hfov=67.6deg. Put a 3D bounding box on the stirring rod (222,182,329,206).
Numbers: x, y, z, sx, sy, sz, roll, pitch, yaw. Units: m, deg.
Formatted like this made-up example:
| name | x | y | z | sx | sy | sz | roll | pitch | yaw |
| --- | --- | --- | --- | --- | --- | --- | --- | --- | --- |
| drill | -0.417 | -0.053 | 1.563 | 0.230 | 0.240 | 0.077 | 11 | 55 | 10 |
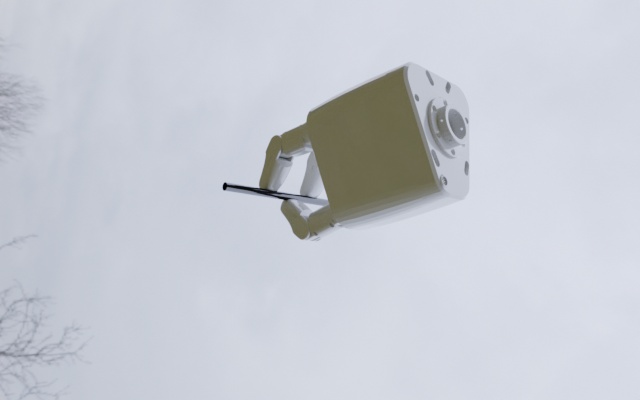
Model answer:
| name | x | y | z | sx | sy | sz | roll | pitch | yaw |
| --- | --- | --- | --- | --- | --- | --- | --- | --- | --- |
| stirring rod | 0.000 | 0.002 | 0.514 | 0.239 | 0.011 | 0.011 | 9 | -7 | -43 |
